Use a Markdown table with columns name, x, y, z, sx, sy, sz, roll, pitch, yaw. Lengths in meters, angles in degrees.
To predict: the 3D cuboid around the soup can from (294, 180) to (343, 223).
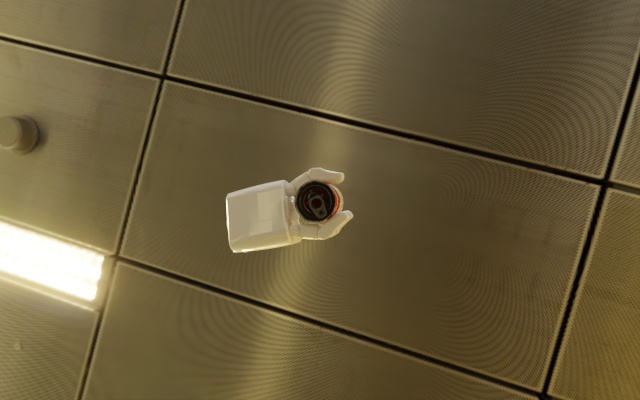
| name | x | y | z | sx | sy | sz | roll | pitch | yaw |
| --- | --- | --- | --- | --- | --- | --- | --- | --- | --- |
| soup can | 0.001 | 0.002 | 0.812 | 0.068 | 0.068 | 0.102 | 0 | -1 | 10 |
